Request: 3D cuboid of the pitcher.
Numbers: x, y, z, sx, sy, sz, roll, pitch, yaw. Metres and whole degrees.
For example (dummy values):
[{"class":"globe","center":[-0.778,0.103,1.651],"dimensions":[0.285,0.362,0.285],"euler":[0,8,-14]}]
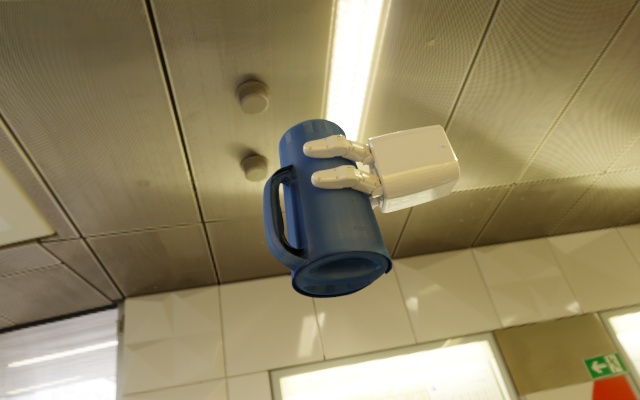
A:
[{"class":"pitcher","center":[0.000,0.002,0.671],"dimensions":[0.145,0.242,0.149],"euler":[-14,-33,2]}]
